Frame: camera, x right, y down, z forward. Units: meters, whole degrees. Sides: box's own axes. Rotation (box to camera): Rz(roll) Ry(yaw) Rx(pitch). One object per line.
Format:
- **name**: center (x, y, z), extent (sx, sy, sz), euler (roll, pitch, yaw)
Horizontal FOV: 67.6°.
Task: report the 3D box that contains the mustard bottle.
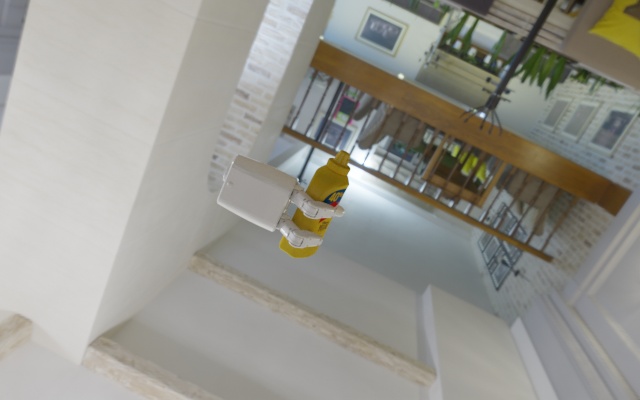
- **mustard bottle**: center (0.000, 0.003, 0.805), extent (0.058, 0.192, 0.096), euler (33, 20, 21)
